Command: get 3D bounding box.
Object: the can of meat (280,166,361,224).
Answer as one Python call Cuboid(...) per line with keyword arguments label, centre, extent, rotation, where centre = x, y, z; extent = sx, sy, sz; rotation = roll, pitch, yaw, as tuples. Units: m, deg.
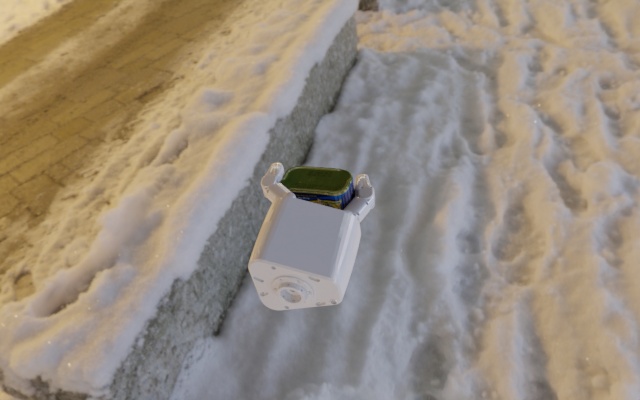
Cuboid(label="can of meat", centre=(0.000, 0.002, 0.658), extent=(0.102, 0.084, 0.057), rotation=(5, 43, 19))
